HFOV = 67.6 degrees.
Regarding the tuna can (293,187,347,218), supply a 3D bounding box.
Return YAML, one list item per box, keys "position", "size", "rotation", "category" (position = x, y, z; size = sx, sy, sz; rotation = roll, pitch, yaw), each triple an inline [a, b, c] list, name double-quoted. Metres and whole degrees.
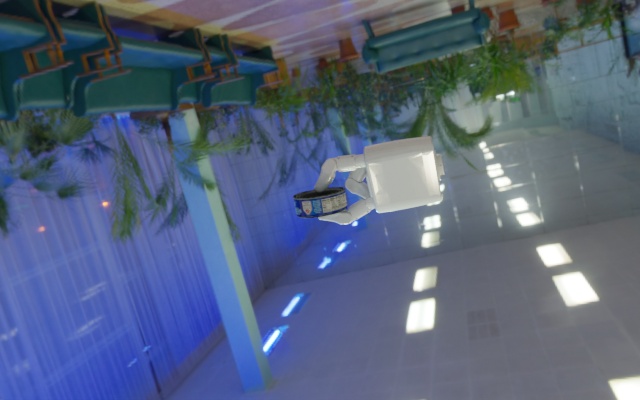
- position: [0.000, 0.003, 0.775]
  size: [0.086, 0.034, 0.086]
  rotation: [-9, 9, 1]
  category: "tuna can"
